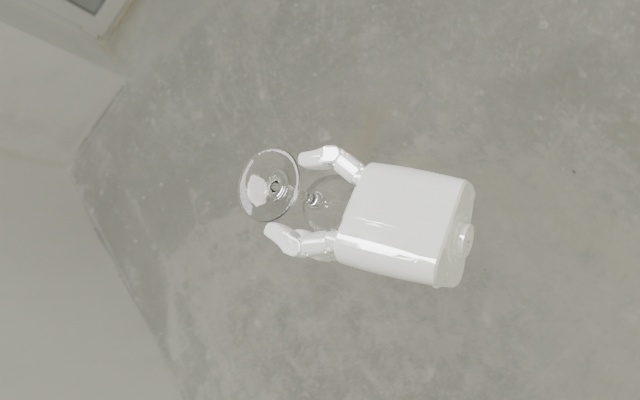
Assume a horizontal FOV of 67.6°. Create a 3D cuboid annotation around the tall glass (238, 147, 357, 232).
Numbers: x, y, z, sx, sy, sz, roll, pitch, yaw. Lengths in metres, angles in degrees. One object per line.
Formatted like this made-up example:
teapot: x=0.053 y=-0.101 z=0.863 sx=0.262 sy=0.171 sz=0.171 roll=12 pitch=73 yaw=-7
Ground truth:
tall glass: x=0.000 y=0.002 z=0.545 sx=0.079 sy=0.079 sz=0.201 roll=0 pitch=-10 yaw=31
